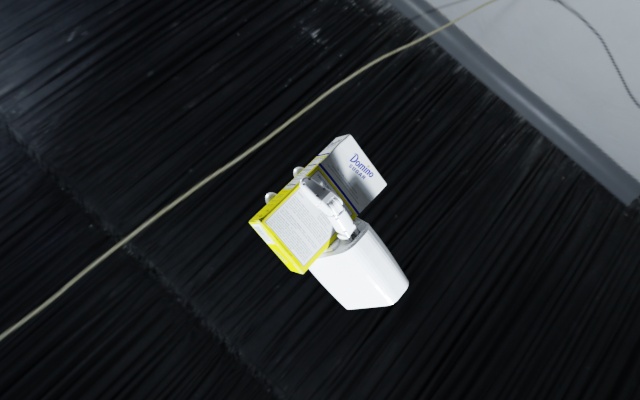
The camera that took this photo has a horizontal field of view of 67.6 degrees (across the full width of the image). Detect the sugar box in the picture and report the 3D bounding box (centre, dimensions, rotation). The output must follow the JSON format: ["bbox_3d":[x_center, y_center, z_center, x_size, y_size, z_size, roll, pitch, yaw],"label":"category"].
[{"bbox_3d":[0.000,0.002,0.639,0.176,0.093,0.048,-45,18,-23],"label":"sugar box"}]
